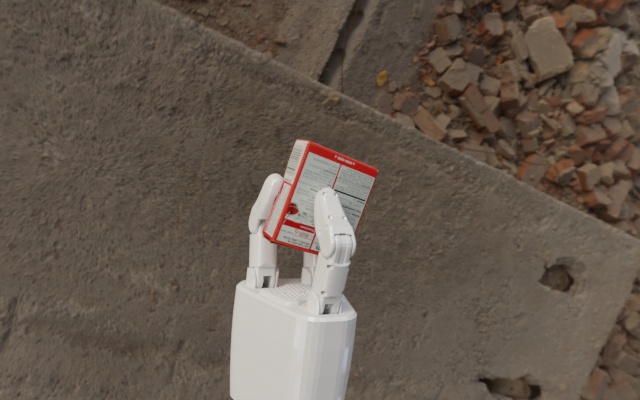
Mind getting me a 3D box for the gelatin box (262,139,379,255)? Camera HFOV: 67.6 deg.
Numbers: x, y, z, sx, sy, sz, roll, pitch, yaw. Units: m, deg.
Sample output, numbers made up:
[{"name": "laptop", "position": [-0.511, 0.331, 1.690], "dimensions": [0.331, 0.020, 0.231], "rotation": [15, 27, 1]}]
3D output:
[{"name": "gelatin box", "position": [0.000, 0.001, 0.408], "dimensions": [0.073, 0.089, 0.030], "rotation": [19, 3, -28]}]
